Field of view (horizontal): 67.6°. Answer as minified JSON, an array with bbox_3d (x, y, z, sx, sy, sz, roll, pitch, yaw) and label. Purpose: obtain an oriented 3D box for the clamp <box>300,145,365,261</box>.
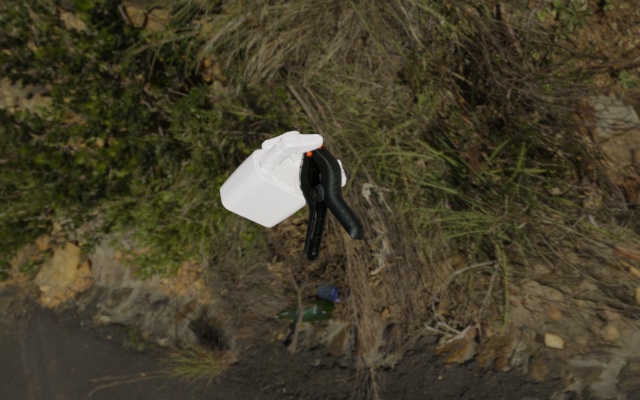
[{"bbox_3d":[0.000,0.002,0.694,0.039,0.171,0.120,11,-37,-42],"label":"clamp"}]
